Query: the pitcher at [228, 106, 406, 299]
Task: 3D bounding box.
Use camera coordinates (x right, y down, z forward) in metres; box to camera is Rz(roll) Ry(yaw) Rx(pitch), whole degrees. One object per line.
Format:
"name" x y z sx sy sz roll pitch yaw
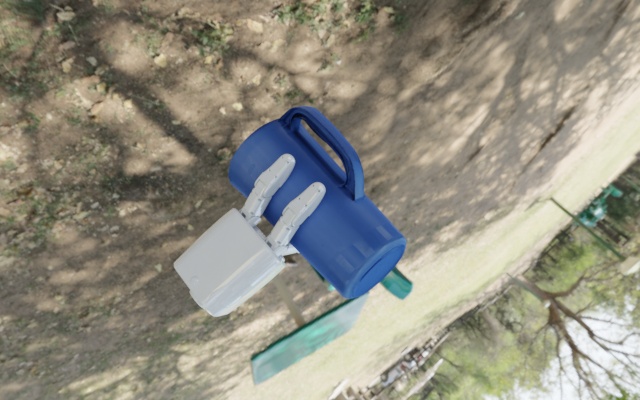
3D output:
"pitcher" 0.000 0.002 0.635 0.145 0.242 0.149 -41 -23 -8
